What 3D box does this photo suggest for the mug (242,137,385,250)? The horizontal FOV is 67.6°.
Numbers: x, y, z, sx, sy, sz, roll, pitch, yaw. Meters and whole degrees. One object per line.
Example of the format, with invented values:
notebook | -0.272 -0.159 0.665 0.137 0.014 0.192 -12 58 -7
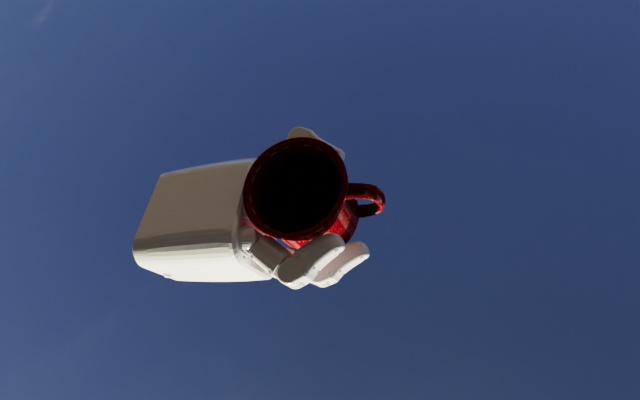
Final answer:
mug | 0.002 0.001 0.430 0.117 0.093 0.081 -4 -22 16
